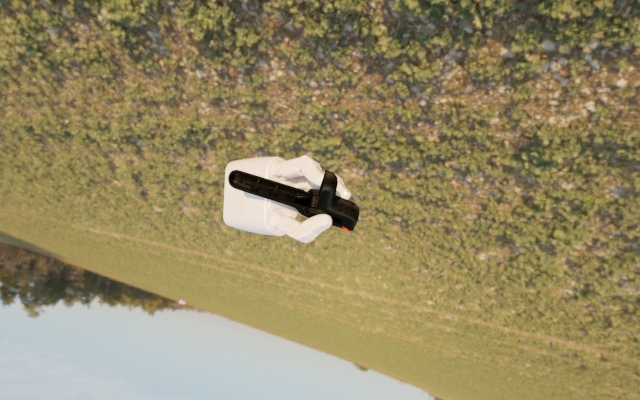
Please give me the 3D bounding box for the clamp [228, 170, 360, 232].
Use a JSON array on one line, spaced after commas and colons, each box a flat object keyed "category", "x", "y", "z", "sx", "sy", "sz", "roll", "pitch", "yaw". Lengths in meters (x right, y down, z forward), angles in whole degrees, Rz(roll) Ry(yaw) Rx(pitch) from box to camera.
[{"category": "clamp", "x": 0.000, "y": 0.003, "z": 0.655, "sx": 0.164, "sy": 0.036, "sz": 0.210, "roll": 1, "pitch": -18, "yaw": 41}]
